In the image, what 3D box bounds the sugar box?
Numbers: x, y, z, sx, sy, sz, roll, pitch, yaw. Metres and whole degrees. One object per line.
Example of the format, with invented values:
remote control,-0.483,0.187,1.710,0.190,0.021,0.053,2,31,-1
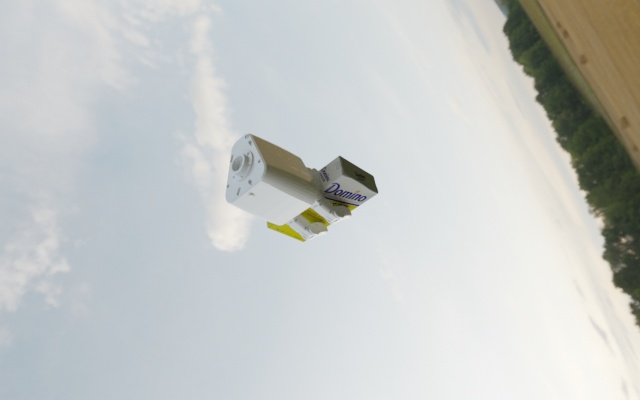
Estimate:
sugar box,0.000,0.003,0.803,0.176,0.048,0.093,-33,-40,31
